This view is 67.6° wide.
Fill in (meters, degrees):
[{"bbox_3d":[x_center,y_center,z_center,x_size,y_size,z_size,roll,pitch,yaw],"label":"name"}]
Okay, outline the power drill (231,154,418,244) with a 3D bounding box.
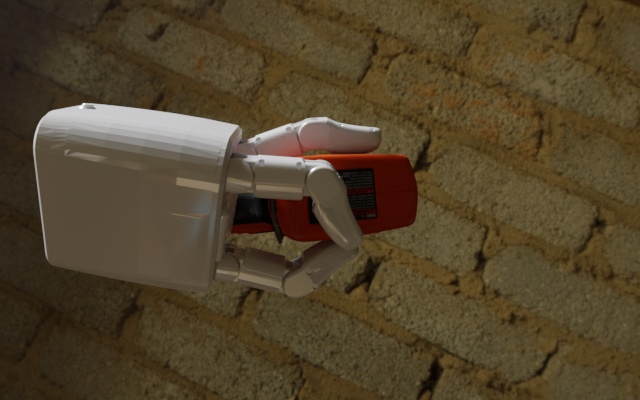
[{"bbox_3d":[0.000,0.001,0.409,0.184,0.057,0.187,-7,-2,-23],"label":"power drill"}]
